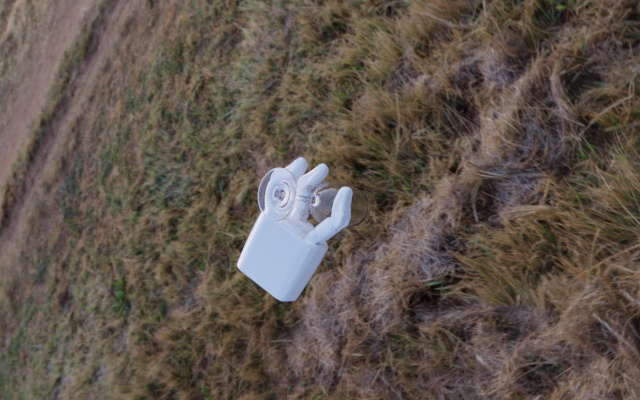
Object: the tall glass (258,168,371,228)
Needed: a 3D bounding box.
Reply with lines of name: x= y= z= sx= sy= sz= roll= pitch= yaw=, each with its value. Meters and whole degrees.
tall glass: x=0.000 y=0.002 z=0.738 sx=0.079 sy=0.079 sz=0.201 roll=0 pitch=-6 yaw=38
